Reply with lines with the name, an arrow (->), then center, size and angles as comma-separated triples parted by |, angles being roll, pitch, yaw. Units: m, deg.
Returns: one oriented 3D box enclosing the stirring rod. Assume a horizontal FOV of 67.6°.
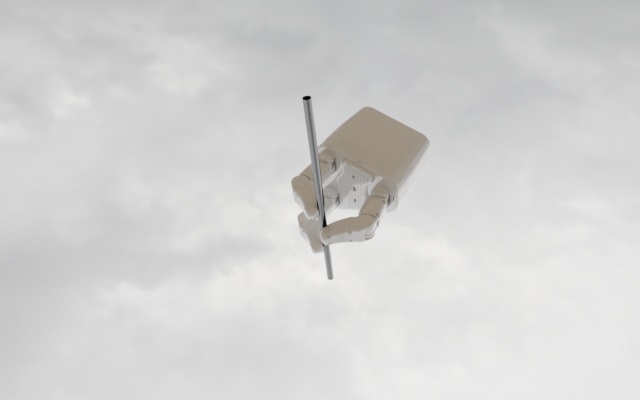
stirring rod -> 0.000, 0.002, 0.491 | 0.011, 0.240, 0.011 | -4, 41, 4
